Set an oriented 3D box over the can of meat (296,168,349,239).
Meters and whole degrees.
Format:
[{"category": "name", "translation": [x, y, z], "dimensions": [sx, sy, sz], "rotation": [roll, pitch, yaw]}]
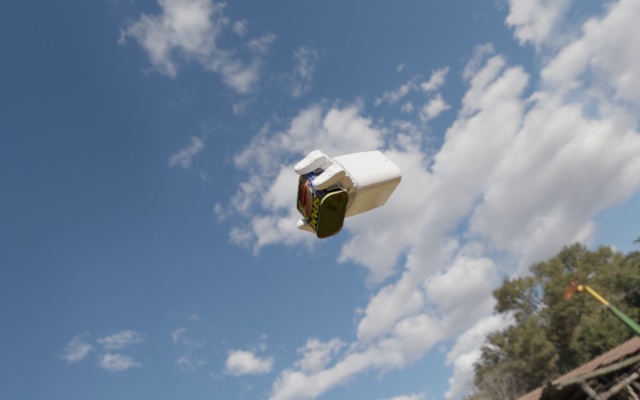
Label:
[{"category": "can of meat", "translation": [0.000, 0.003, 0.862], "dimensions": [0.057, 0.102, 0.084], "rotation": [-16, 44, -28]}]
